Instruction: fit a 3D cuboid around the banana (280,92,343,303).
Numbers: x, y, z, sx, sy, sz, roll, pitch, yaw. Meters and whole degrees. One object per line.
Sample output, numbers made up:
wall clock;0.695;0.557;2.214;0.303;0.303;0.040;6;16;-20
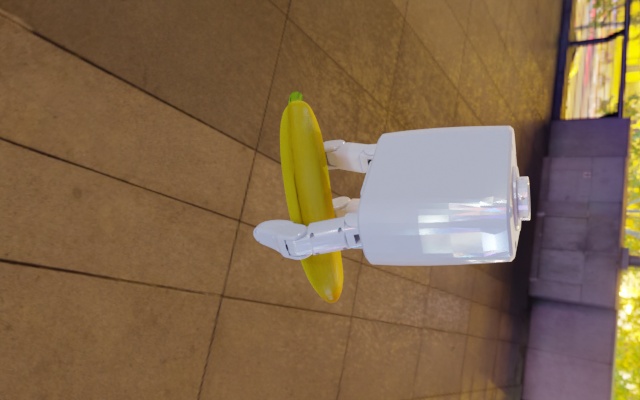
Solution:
banana;-0.005;0.000;0.413;0.037;0.198;0.069;-7;4;16
